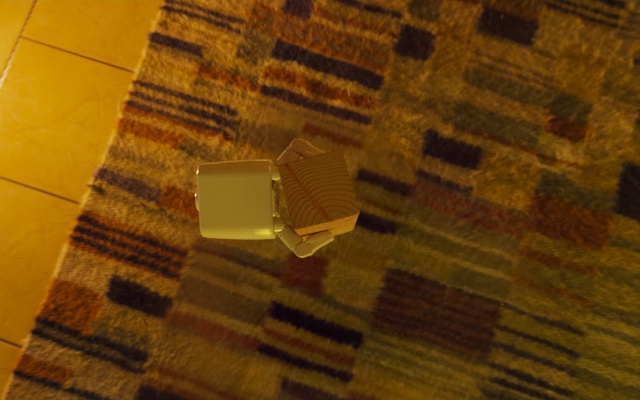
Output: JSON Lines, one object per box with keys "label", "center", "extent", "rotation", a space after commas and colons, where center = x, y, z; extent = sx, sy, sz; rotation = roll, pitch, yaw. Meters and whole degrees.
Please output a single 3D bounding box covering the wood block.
{"label": "wood block", "center": [0.000, 0.003, 0.715], "extent": [0.090, 0.091, 0.206], "rotation": [-15, -9, -1]}
